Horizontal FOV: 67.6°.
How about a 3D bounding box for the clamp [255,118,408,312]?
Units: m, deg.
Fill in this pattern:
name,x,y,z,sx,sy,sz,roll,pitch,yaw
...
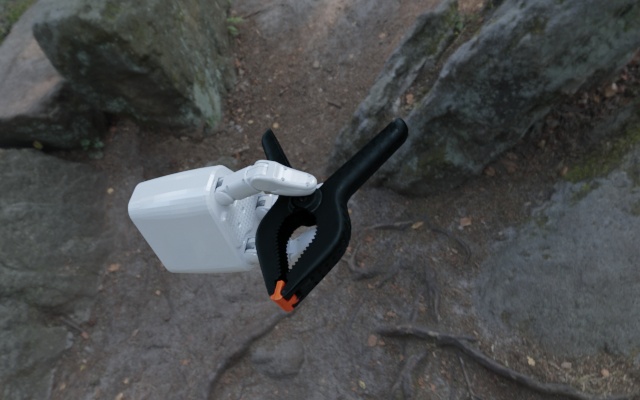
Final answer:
name,x,y,z,sx,sy,sz,roll,pitch,yaw
clamp,-0.001,0.002,0.456,0.164,0.209,0.036,-7,-36,23
